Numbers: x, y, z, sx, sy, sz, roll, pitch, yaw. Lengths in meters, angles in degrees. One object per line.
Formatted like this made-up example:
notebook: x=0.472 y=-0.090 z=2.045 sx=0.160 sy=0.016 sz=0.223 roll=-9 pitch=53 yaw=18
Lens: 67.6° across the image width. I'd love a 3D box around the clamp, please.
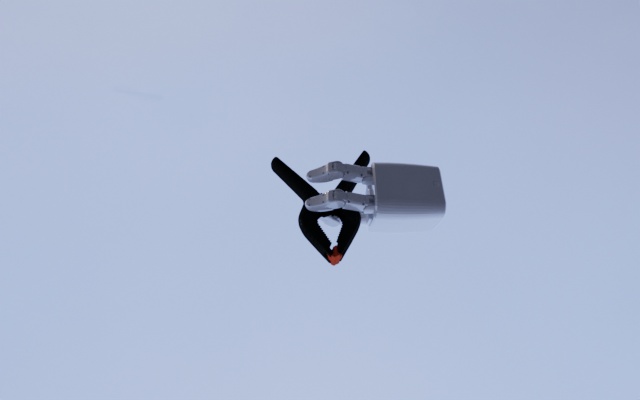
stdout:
clamp: x=0.000 y=0.003 z=0.743 sx=0.164 sy=0.209 sz=0.036 roll=0 pitch=-37 yaw=0
